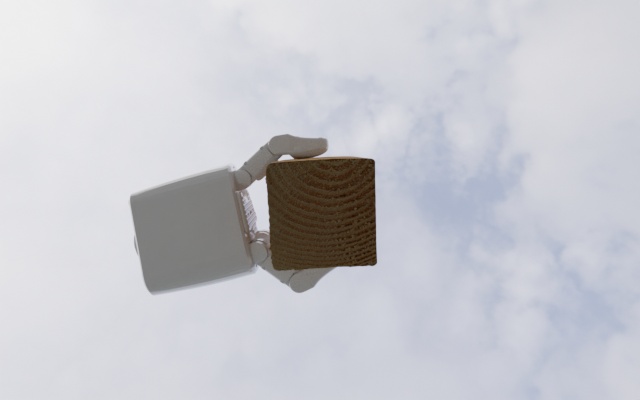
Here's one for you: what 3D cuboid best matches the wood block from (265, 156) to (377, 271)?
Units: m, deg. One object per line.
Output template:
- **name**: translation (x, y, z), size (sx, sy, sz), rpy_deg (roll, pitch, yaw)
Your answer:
- **wood block**: translation (0.000, 0.001, 0.488), size (0.090, 0.091, 0.206), rpy_deg (-3, 6, -1)
